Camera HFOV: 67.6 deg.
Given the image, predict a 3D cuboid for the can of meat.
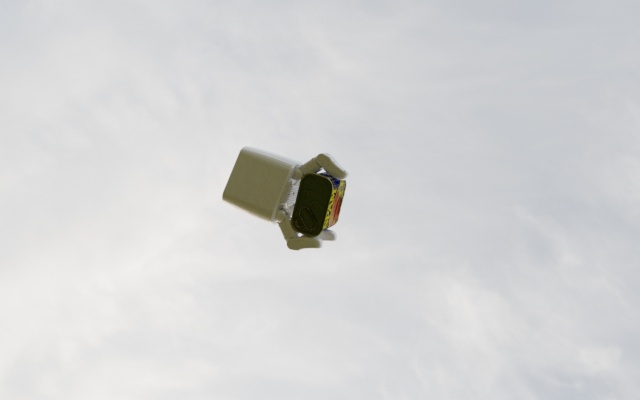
[{"bbox_3d":[0.000,0.003,0.799,0.057,0.102,0.084,18,13,18],"label":"can of meat"}]
